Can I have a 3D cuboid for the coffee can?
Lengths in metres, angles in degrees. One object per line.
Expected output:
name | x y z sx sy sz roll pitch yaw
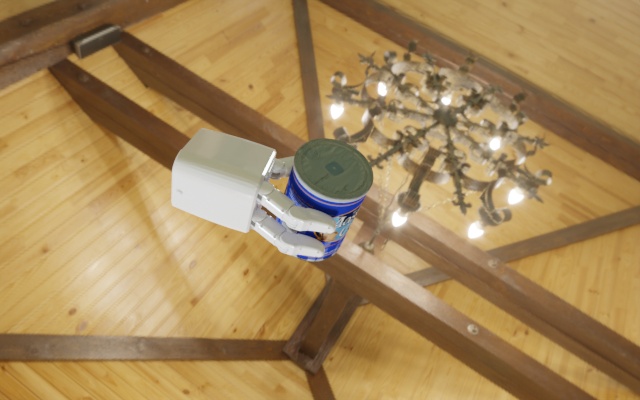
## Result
coffee can | 0.000 0.002 0.641 0.103 0.102 0.140 0 -38 -19
